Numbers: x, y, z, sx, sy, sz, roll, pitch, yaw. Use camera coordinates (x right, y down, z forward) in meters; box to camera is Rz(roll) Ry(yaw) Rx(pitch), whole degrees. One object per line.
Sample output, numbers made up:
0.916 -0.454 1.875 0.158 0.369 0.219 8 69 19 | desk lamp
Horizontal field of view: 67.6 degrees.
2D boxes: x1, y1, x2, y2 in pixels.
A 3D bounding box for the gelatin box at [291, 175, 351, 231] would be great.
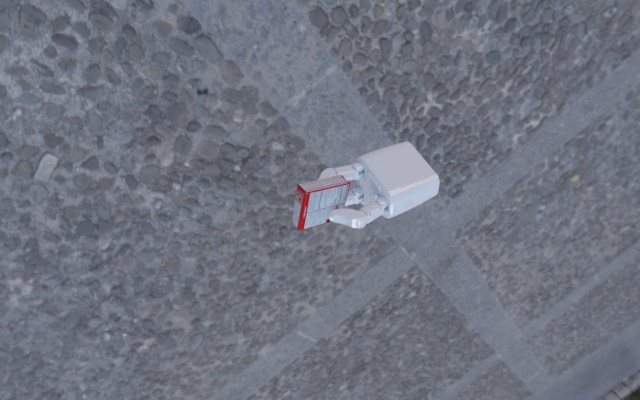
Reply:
0.000 0.003 0.763 0.089 0.073 0.030 -15 42 -34 | gelatin box
